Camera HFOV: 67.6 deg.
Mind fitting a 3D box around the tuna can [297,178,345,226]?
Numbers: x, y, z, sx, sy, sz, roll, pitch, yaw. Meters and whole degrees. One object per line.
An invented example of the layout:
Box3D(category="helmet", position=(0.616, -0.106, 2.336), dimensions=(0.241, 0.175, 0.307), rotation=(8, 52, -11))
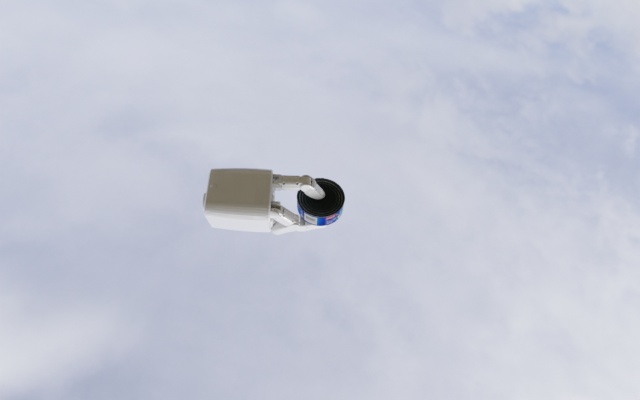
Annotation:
Box3D(category="tuna can", position=(0.000, 0.003, 0.855), dimensions=(0.086, 0.086, 0.034), rotation=(0, -35, -3))
